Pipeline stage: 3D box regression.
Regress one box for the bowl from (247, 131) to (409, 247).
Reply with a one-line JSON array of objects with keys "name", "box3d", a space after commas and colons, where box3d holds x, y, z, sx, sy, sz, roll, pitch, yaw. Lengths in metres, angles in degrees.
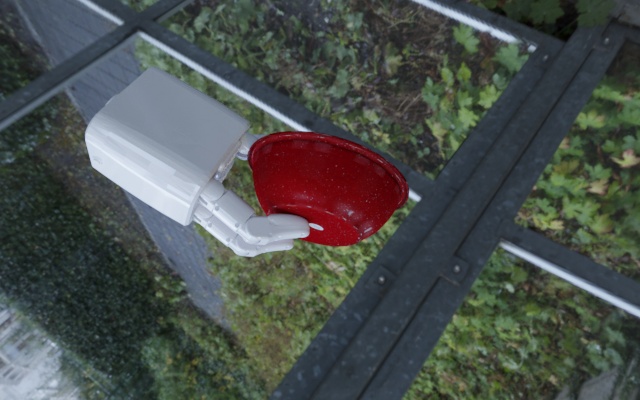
[{"name": "bowl", "box3d": [0.001, 0.002, 0.458, 0.162, 0.055, 0.162, 13, -24, 6]}]
